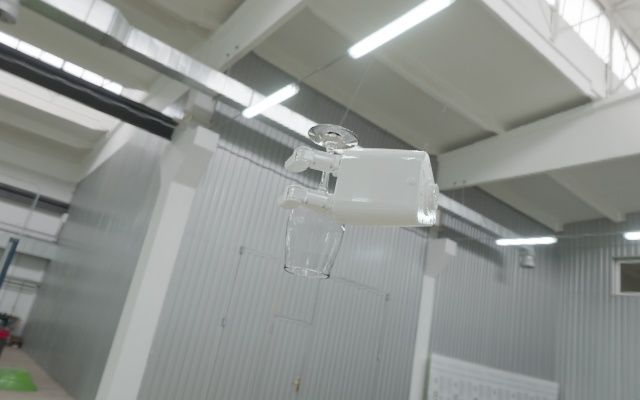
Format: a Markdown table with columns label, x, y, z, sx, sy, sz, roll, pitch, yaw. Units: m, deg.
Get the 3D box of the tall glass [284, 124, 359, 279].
| label | x | y | z | sx | sy | sz | roll | pitch | yaw |
| --- | --- | --- | --- | --- | --- | --- | --- | --- | --- |
| tall glass | 0.000 | 0.002 | 0.652 | 0.079 | 0.201 | 0.079 | 10 | -18 | 3 |
